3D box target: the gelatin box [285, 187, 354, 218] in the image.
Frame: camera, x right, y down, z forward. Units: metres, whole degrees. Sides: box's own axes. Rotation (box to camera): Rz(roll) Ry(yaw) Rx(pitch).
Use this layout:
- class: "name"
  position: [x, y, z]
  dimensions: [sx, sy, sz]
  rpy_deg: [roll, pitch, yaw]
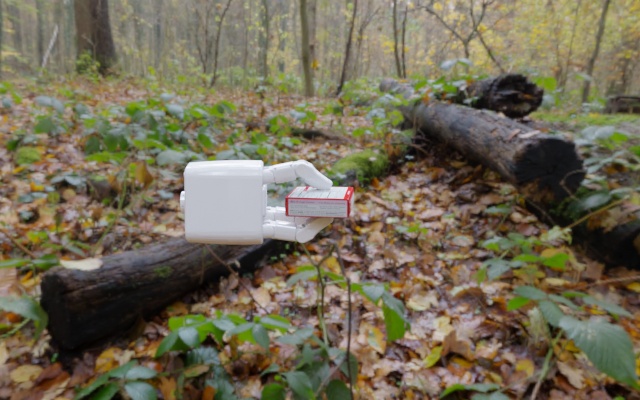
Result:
- class: "gelatin box"
  position: [0.000, 0.002, 0.672]
  dimensions: [0.089, 0.030, 0.073]
  rpy_deg: [1, 14, 8]
